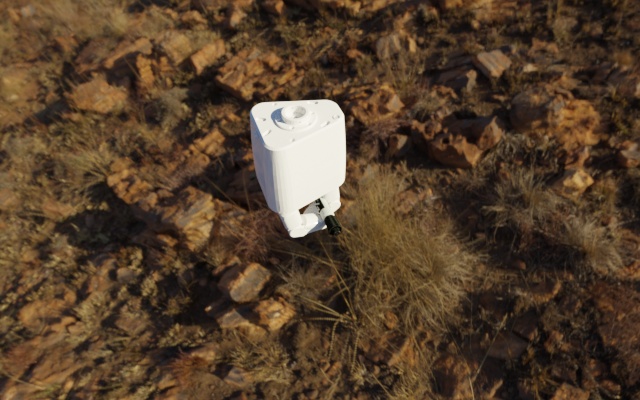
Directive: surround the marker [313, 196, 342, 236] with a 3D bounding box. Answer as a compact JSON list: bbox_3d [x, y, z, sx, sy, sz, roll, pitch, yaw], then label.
[{"bbox_3d":[0.000,0.002,0.664,0.020,0.020,0.121,0,43,-30],"label":"marker"}]
